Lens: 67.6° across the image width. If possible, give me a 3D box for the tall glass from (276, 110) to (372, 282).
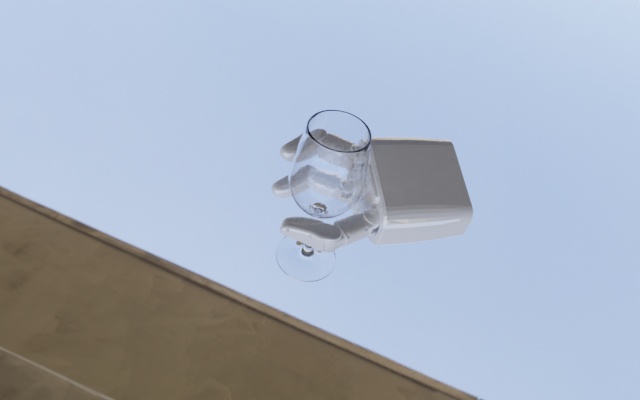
[{"bbox_3d":[0.000,0.002,0.511,0.079,0.079,0.201,0,-42,-13],"label":"tall glass"}]
